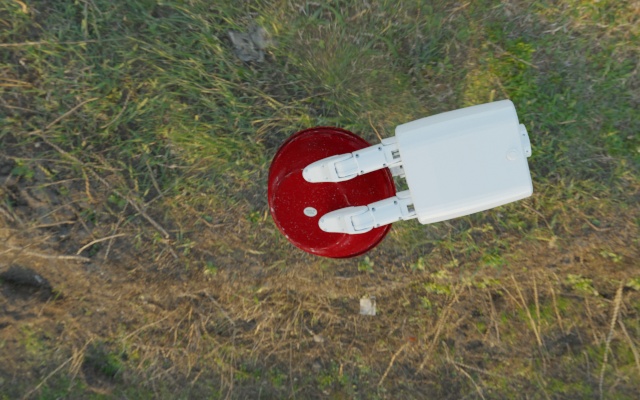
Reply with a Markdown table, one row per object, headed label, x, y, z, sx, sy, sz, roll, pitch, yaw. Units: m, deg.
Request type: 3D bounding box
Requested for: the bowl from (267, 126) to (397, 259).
| label | x | y | z | sx | sy | sz | roll | pitch | yaw |
| --- | --- | --- | --- | --- | --- | --- | --- | --- | --- |
| bowl | -0.001 | 0.002 | 0.534 | 0.162 | 0.162 | 0.055 | 0 | 19 | 24 |
